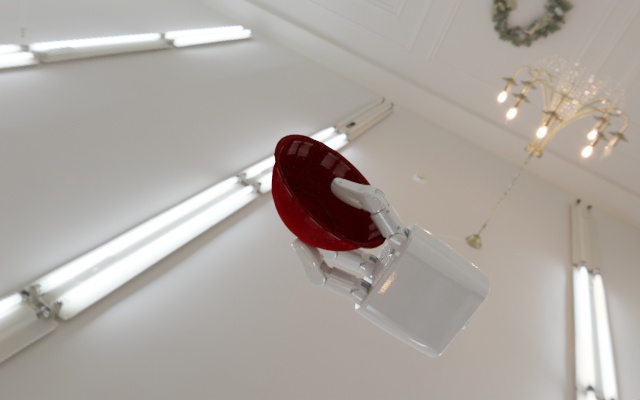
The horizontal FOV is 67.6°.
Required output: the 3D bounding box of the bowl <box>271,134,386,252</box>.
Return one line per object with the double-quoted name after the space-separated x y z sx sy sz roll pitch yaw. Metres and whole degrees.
-0.001 0.001 0.542 0.055 0.162 0.162 -44 -26 29 "bowl"
